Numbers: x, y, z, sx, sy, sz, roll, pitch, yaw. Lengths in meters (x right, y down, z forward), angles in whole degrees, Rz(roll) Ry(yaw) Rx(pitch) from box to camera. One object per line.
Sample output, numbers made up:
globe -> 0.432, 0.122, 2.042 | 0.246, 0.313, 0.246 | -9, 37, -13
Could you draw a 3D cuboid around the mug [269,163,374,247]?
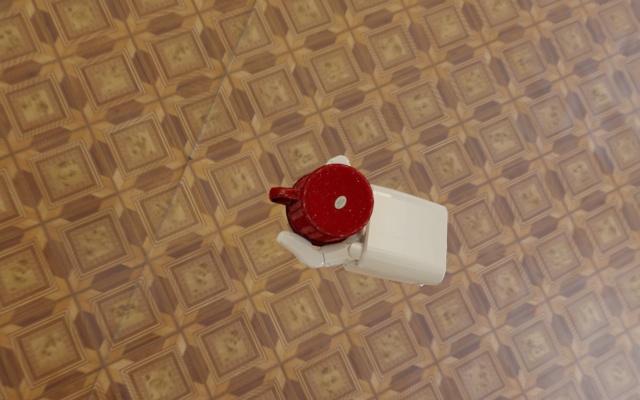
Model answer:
mug -> -0.001, 0.001, 0.539 | 0.117, 0.093, 0.081 | 14, -10, -10
